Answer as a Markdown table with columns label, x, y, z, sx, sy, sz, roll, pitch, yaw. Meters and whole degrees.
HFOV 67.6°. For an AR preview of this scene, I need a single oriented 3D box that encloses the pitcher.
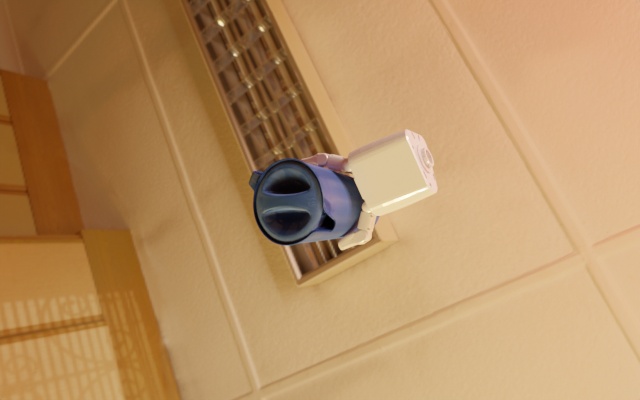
| label | x | y | z | sx | sy | sz | roll | pitch | yaw |
| --- | --- | --- | --- | --- | --- | --- | --- | --- | --- |
| pitcher | 0.000 | 0.003 | 0.826 | 0.145 | 0.149 | 0.243 | -24 | -15 | 28 |
